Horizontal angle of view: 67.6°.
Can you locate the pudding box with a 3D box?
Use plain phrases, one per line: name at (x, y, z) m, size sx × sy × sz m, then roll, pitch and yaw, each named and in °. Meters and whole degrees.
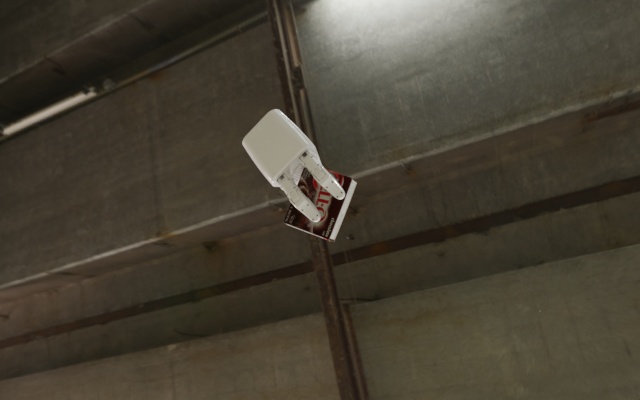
pudding box at (0.000, 0.003, 0.810) m, size 0.090 × 0.113 × 0.039 m, roll 19°, pitch -1°, yaw 23°
